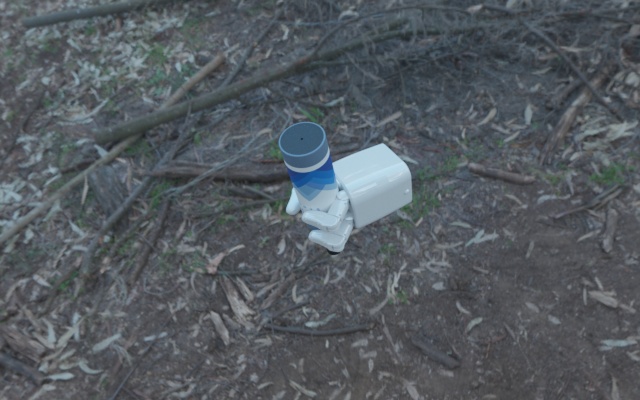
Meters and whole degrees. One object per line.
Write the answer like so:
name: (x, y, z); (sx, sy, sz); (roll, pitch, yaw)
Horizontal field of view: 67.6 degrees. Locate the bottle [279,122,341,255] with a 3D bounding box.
bottle: (0.000, 0.002, 0.774); (0.069, 0.069, 0.296); (0, -37, 13)
